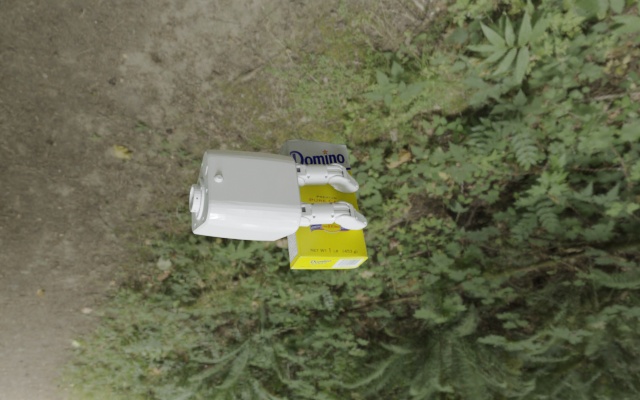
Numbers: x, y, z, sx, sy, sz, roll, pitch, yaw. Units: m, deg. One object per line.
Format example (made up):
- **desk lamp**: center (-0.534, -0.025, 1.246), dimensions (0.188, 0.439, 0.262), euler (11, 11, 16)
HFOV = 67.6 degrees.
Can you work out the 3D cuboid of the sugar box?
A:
- **sugar box**: center (0.000, 0.002, 0.631), dimensions (0.093, 0.176, 0.048), euler (3, -29, -22)
